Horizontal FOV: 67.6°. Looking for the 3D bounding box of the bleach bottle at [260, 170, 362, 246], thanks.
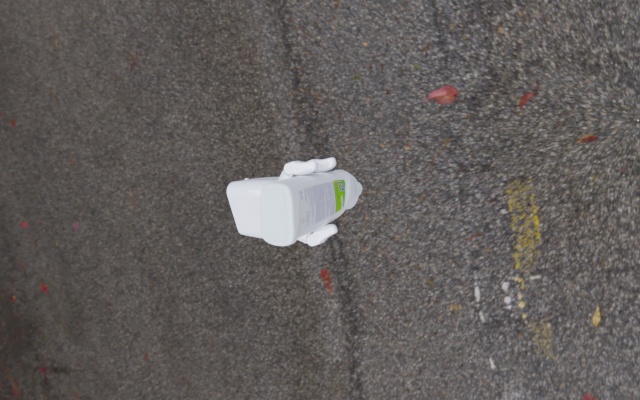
[{"bbox_3d":[0.000,0.003,0.827,0.068,0.102,0.251,5,11,33],"label":"bleach bottle"}]
